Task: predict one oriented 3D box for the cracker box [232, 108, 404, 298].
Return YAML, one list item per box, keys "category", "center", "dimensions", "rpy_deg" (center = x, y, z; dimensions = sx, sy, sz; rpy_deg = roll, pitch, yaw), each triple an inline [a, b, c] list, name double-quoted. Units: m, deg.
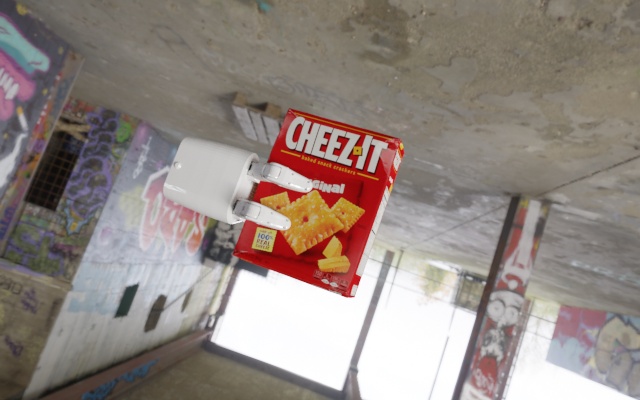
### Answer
- category: "cracker box"
  center: [0.000, 0.002, 0.637]
  dimensions: [0.164, 0.213, 0.072]
  rpy_deg: [18, -8, 14]
